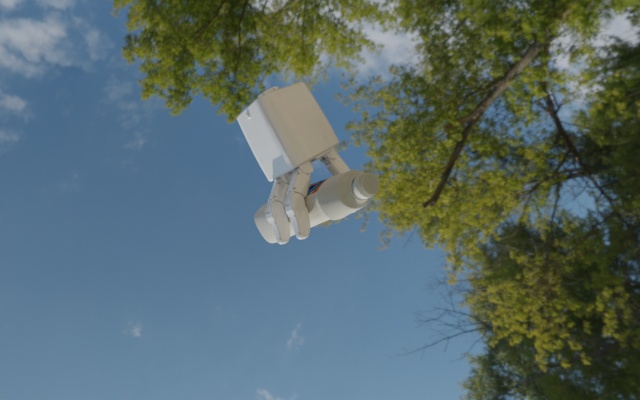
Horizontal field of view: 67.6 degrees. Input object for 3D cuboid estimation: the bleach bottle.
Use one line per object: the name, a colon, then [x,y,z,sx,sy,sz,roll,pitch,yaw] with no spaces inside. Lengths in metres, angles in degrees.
bleach bottle: [0.000,0.002,0.690,0.102,0.068,0.251,-33,7,-35]
